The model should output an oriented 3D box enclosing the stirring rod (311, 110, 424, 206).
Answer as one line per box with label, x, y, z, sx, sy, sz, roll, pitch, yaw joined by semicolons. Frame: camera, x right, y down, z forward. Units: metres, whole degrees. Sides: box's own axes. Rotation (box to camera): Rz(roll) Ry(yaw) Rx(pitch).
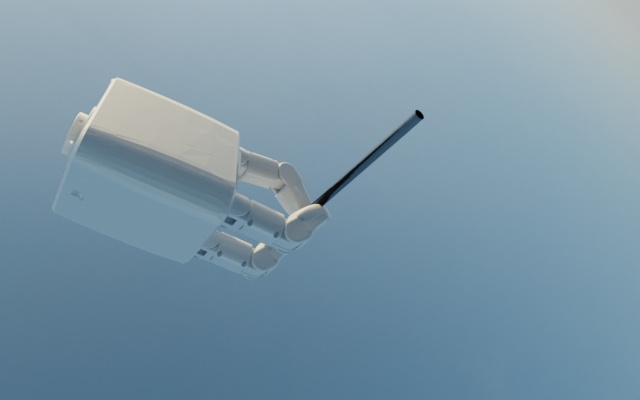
stirring rod;0.000;0.001;0.402;0.011;0.011;0.240;0;-29;-39
